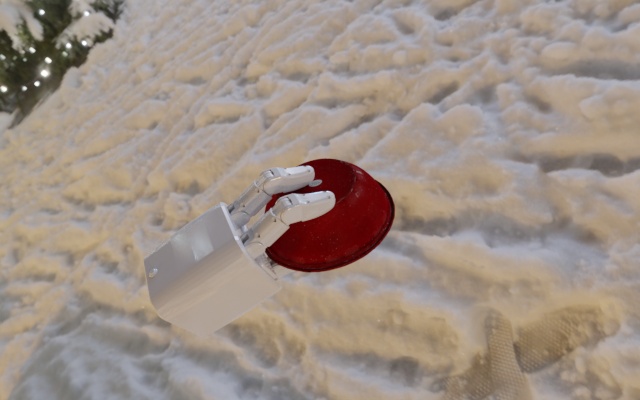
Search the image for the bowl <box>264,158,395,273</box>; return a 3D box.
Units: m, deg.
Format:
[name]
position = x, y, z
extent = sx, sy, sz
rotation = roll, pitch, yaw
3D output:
[bowl]
position = 0.001, 0.001, 0.539
extent = 0.162, 0.055, 0.162
rotation = -11, 40, 9
